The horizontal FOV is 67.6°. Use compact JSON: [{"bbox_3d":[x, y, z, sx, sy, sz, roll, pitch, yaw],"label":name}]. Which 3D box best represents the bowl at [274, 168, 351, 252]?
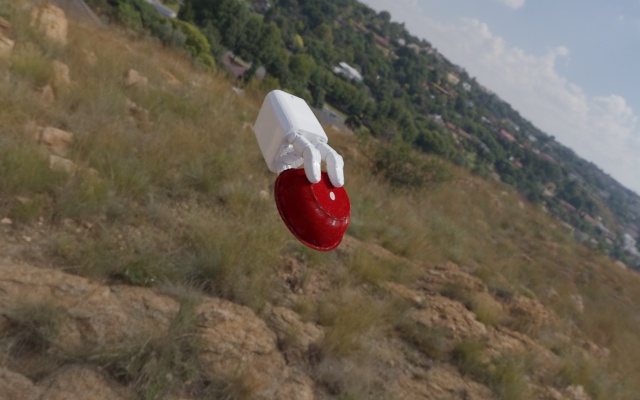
[{"bbox_3d":[0.001,0.004,0.809,0.055,0.162,0.162,-33,-21,35],"label":"bowl"}]
